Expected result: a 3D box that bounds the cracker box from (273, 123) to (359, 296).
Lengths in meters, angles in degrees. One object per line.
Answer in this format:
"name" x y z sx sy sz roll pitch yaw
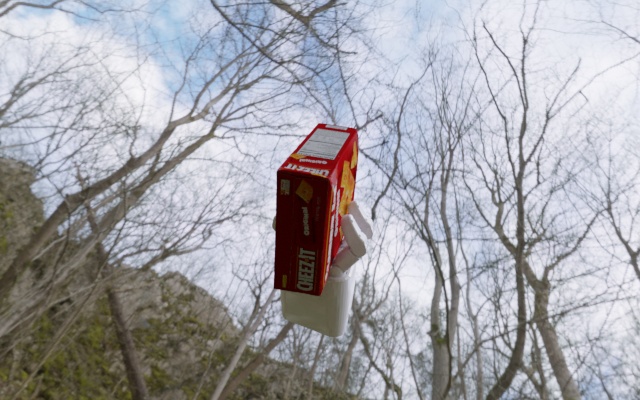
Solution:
"cracker box" 0.000 0.002 0.657 0.072 0.164 0.213 8 25 10
